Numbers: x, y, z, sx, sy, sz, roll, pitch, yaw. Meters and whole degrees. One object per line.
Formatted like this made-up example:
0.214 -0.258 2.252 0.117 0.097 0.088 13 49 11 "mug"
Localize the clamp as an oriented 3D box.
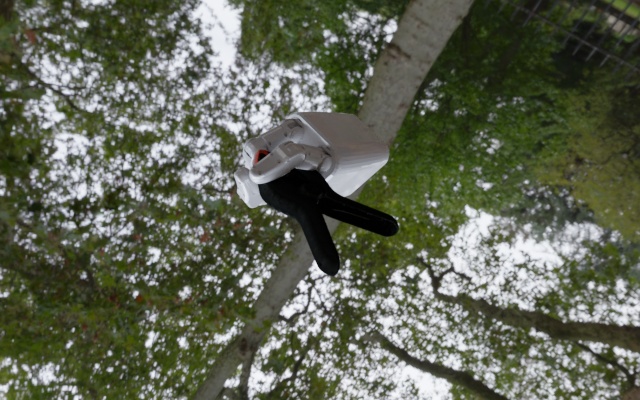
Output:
0.000 0.002 0.510 0.120 0.039 0.171 -11 49 -45 "clamp"
